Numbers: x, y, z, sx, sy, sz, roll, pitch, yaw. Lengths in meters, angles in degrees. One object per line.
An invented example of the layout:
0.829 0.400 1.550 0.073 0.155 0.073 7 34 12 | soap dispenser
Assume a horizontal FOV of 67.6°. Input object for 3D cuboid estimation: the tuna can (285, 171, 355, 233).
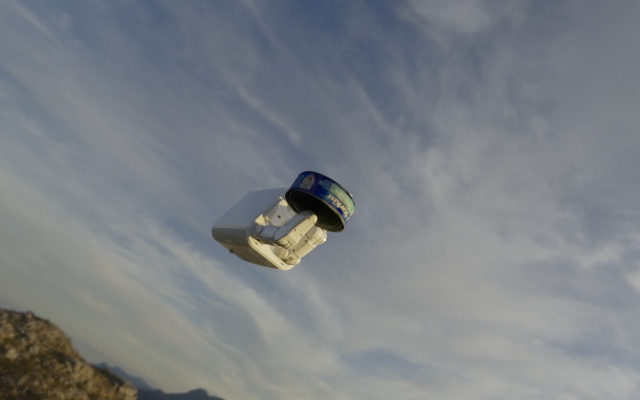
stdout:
0.000 0.002 0.601 0.086 0.033 0.086 27 -23 13 | tuna can
